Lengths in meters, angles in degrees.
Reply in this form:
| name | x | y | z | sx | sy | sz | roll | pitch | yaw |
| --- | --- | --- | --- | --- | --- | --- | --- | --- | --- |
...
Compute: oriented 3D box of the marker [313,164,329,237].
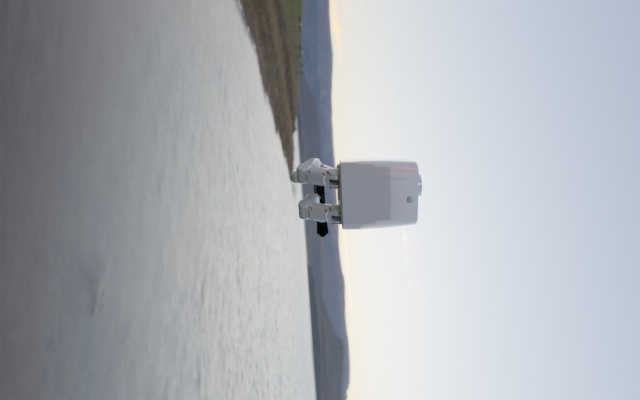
| name | x | y | z | sx | sy | sz | roll | pitch | yaw |
| --- | --- | --- | --- | --- | --- | --- | --- | --- | --- |
| marker | 0.000 | 0.002 | 0.741 | 0.020 | 0.121 | 0.020 | -3 | 26 | 2 |
